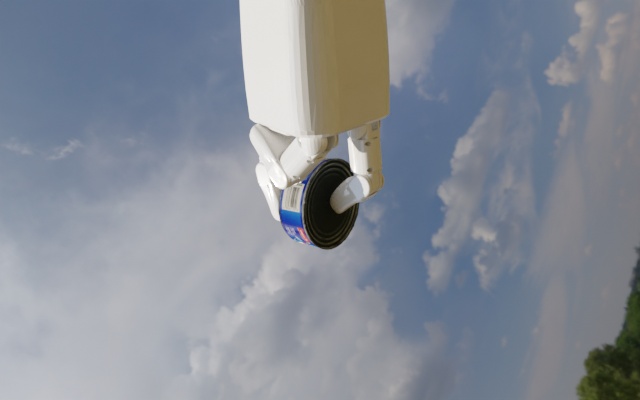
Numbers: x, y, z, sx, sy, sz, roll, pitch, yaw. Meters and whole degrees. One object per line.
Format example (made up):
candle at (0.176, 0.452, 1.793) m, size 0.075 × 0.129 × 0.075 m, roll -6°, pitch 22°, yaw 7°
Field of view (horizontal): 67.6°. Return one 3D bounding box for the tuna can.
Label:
tuna can at (0.000, 0.001, 0.453) m, size 0.034 × 0.086 × 0.086 m, roll 10°, pitch 6°, yaw 38°
